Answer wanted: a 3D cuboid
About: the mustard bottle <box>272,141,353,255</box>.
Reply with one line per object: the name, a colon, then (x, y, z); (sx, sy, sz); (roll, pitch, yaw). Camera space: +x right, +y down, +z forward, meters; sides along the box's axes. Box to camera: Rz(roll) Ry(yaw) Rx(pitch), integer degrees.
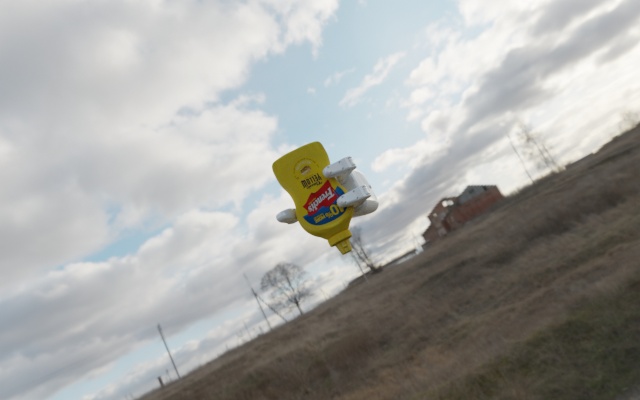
mustard bottle: (0.000, 0.002, 0.800); (0.096, 0.191, 0.058); (-26, -11, -7)
